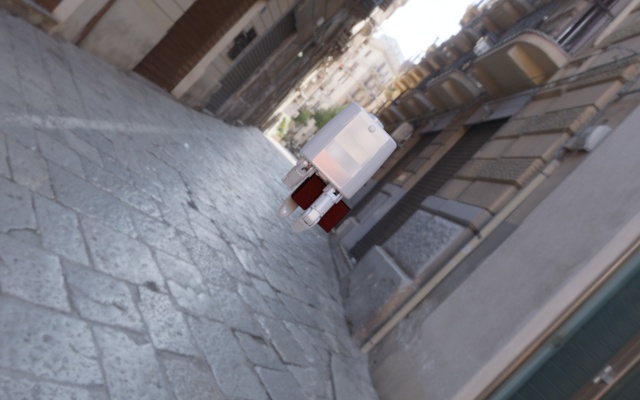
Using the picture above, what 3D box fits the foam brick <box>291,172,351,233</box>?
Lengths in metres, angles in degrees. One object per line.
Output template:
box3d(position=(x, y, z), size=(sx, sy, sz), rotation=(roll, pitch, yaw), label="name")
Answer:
box3d(position=(0.000, 0.003, 0.719), size=(0.078, 0.051, 0.053), rotation=(45, 1, -8), label="foam brick")
